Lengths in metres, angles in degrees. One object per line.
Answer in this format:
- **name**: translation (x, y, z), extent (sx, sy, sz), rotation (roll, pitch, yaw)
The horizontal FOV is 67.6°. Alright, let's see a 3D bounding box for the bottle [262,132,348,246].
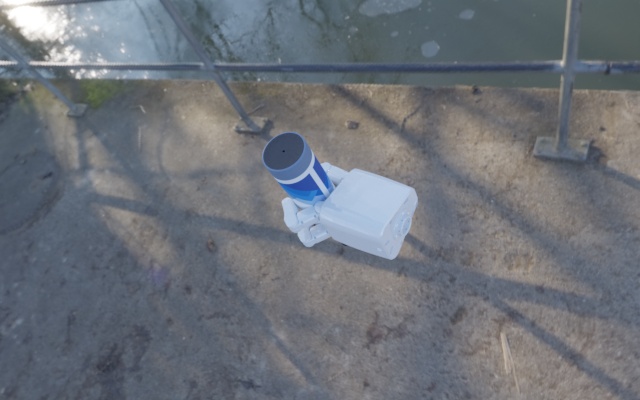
- **bottle**: translation (0.000, 0.002, 0.777), extent (0.069, 0.069, 0.296), rotation (0, -29, 23)
